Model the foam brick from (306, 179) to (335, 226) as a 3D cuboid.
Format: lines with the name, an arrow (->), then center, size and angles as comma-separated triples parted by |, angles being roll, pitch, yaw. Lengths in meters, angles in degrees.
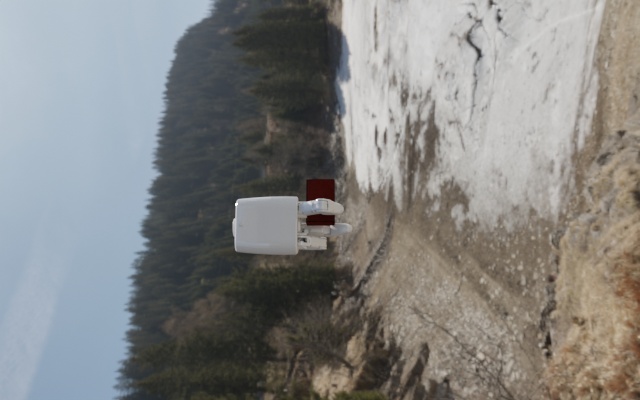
foam brick -> 0.000, 0.003, 0.851 | 0.051, 0.078, 0.053 | 0, -11, 1
